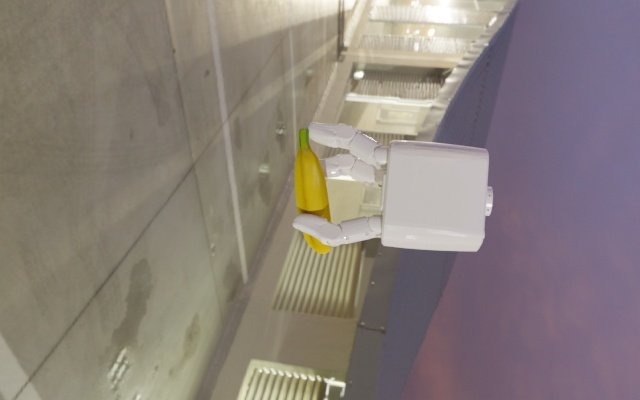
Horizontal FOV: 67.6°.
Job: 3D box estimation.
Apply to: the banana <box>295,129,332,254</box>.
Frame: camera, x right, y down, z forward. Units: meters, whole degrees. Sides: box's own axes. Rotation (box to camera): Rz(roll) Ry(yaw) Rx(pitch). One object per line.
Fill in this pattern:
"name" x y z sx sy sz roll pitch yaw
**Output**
"banana" -0.004 0.012 0.588 0.037 0.198 0.069 3 43 12
